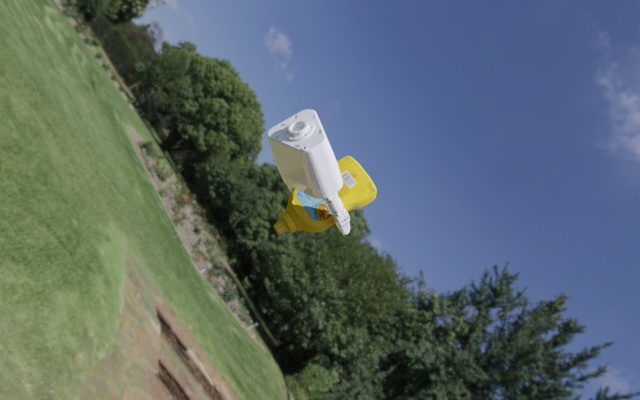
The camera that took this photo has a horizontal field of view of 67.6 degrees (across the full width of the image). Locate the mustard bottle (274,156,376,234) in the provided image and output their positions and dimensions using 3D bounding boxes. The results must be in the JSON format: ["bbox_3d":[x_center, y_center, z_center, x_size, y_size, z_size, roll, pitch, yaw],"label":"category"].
[{"bbox_3d":[0.000,0.003,0.870,0.191,0.096,0.058,-32,-20,-12],"label":"mustard bottle"}]
